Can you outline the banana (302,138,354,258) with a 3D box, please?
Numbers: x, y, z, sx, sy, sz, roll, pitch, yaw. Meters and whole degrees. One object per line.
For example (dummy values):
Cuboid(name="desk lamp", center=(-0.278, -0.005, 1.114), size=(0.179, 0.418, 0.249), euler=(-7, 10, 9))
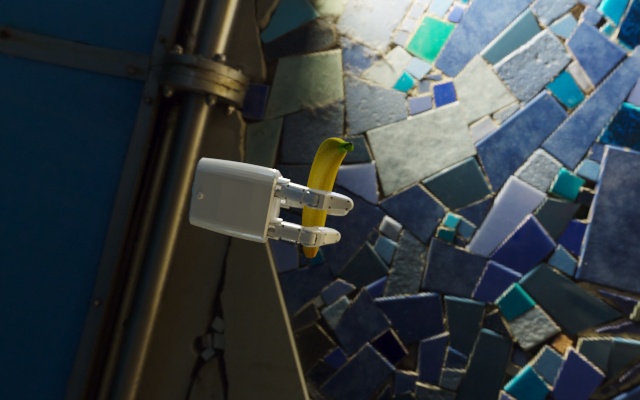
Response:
Cuboid(name="banana", center=(0.000, -0.012, 0.658), size=(0.037, 0.198, 0.069), euler=(9, 36, -9))
